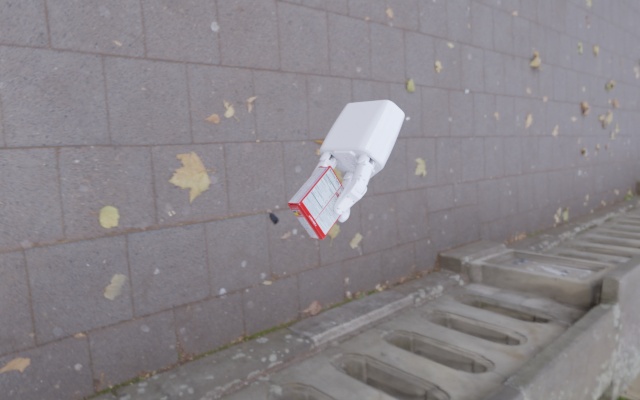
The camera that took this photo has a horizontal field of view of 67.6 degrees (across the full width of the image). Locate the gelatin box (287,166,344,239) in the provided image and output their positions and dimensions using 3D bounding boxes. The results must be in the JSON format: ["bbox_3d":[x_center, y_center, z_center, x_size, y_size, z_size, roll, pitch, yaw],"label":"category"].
[{"bbox_3d":[0.000,0.003,0.722,0.030,0.073,0.089,1,44,45],"label":"gelatin box"}]
